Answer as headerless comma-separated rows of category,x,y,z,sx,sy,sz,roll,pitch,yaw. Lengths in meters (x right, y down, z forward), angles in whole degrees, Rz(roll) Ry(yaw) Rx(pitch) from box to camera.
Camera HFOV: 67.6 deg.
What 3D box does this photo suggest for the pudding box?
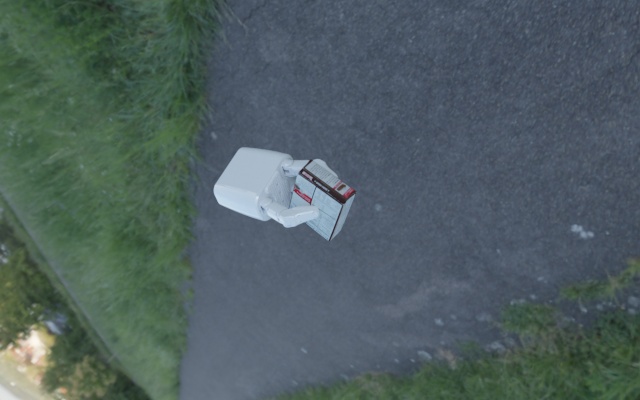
pudding box,0.000,0.003,0.751,0.090,0.039,0.114,36,-33,12
